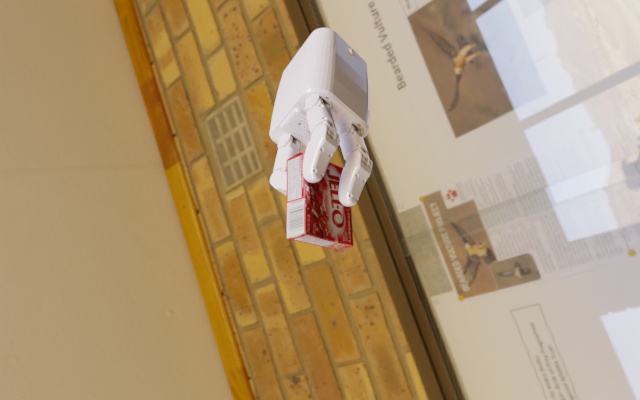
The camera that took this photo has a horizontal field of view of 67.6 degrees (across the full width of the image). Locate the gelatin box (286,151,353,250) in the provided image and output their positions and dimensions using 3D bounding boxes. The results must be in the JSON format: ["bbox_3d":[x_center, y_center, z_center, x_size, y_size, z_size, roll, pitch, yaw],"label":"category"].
[{"bbox_3d":[0.000,0.002,0.498,0.030,0.089,0.073,-17,-25,40],"label":"gelatin box"}]
